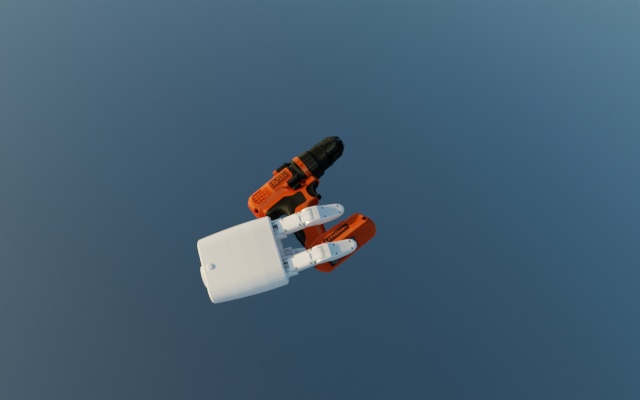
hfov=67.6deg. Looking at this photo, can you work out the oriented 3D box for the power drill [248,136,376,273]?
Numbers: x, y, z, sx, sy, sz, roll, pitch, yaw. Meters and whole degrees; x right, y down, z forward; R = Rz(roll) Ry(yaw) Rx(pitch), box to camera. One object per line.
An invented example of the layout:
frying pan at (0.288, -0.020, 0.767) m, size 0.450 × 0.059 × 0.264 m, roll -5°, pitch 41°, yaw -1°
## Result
power drill at (0.000, 0.003, 0.731) m, size 0.187 × 0.184 × 0.057 m, roll 48°, pitch -2°, yaw 37°
